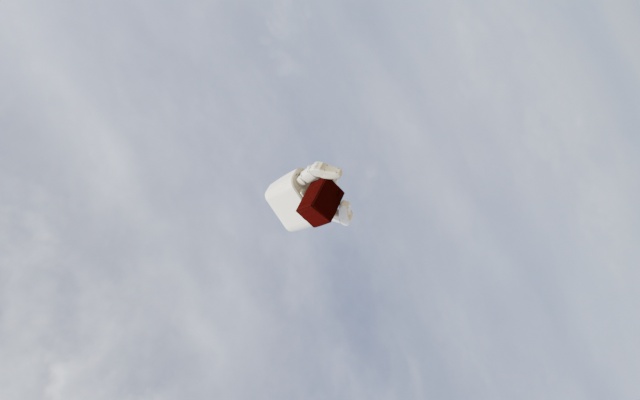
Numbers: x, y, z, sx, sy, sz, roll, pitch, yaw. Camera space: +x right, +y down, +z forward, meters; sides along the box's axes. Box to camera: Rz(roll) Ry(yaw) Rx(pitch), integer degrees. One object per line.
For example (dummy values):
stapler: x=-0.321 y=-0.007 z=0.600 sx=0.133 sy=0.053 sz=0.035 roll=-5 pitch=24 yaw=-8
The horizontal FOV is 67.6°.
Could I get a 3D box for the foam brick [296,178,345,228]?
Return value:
foam brick: x=0.000 y=0.003 z=0.893 sx=0.053 sy=0.078 sz=0.051 roll=44 pitch=-38 yaw=-22
